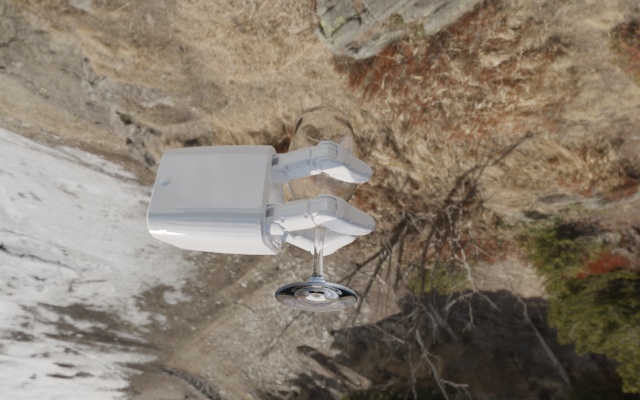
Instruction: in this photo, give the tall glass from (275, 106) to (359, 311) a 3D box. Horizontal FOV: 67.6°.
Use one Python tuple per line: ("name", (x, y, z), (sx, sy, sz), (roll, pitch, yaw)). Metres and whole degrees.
("tall glass", (0.000, 0.002, 0.475), (0.079, 0.201, 0.079), (2, -30, 1))
